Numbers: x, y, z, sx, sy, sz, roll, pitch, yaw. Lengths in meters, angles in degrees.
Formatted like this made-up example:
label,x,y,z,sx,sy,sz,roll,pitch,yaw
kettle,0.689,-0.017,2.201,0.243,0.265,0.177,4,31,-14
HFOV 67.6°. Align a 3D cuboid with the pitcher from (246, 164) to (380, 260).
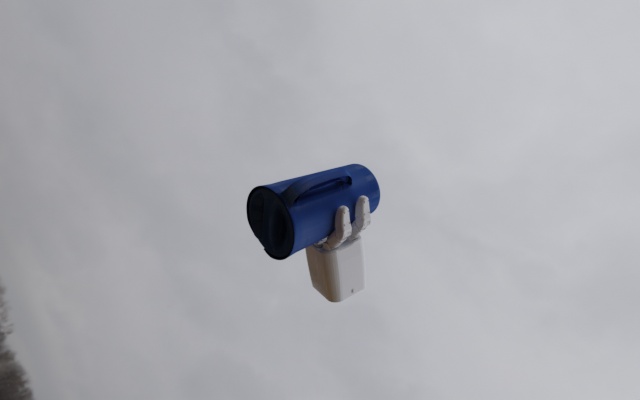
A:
label,x,y,z,sx,sy,sz,roll,pitch,yaw
pitcher,0.000,0.003,0.875,0.243,0.145,0.149,-21,21,-39
